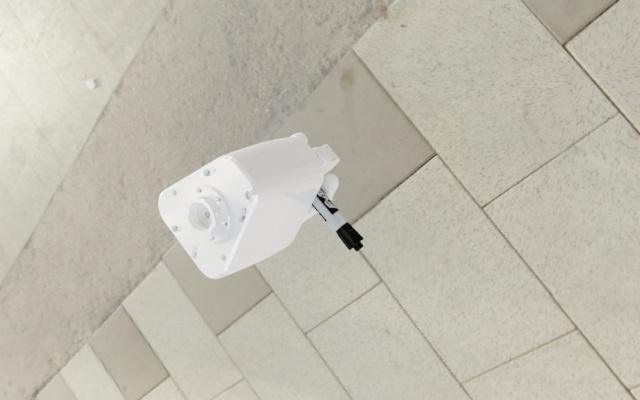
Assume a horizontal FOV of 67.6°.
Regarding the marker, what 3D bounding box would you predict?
[{"bbox_3d":[0.000,0.002,0.472,0.020,0.121,0.020,-39,-9,-7],"label":"marker"}]
